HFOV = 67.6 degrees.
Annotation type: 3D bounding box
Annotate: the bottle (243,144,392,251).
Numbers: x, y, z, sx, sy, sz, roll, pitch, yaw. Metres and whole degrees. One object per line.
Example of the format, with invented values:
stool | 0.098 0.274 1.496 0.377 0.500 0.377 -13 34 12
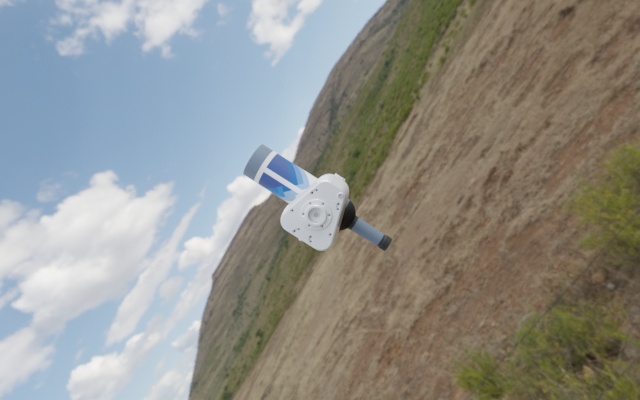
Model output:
bottle | 0.000 0.003 0.878 0.296 0.069 0.069 32 0 0
